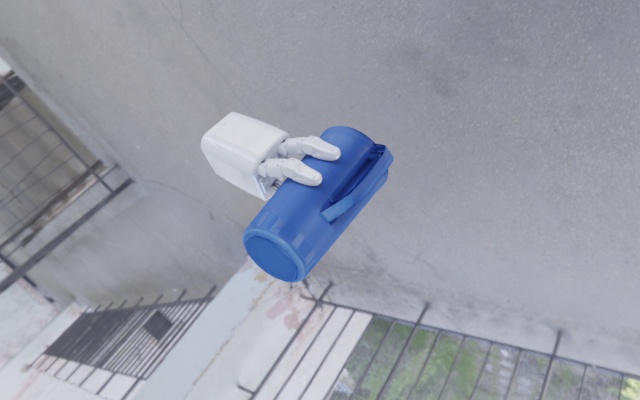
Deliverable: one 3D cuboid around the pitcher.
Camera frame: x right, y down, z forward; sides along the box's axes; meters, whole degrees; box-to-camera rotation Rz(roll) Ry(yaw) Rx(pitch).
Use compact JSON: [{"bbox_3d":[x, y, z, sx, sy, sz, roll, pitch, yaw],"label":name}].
[{"bbox_3d":[0.000,0.002,0.722,0.145,0.242,0.149,26,-36,17],"label":"pitcher"}]
